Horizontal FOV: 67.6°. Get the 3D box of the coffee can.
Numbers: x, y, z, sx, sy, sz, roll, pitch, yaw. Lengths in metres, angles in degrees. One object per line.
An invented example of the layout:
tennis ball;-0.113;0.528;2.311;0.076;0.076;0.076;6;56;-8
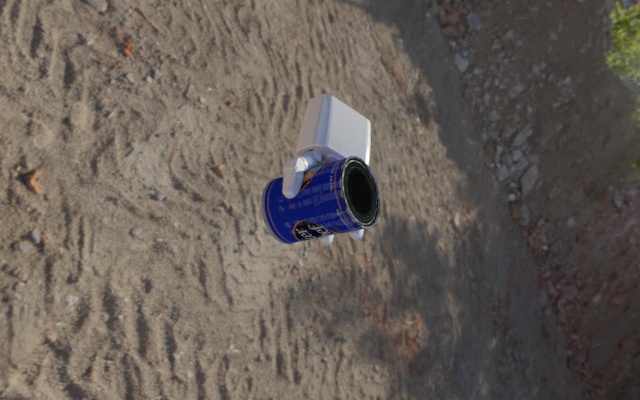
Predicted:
coffee can;0.000;0.002;0.688;0.140;0.103;0.103;-14;-8;33
